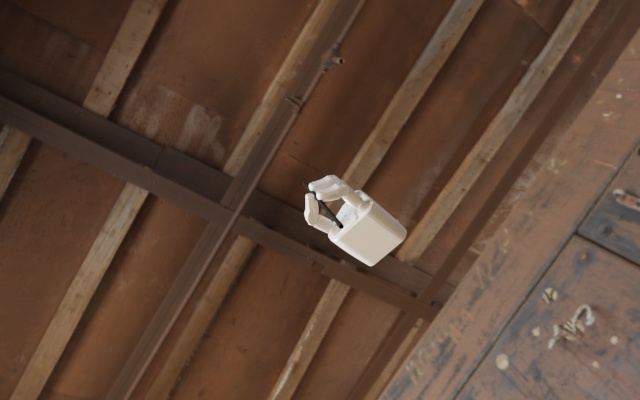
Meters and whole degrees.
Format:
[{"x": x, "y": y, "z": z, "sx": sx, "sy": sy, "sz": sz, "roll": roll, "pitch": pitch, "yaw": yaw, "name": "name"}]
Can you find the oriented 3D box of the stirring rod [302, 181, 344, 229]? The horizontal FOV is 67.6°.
[{"x": 0.000, "y": 0.003, "z": 0.851, "sx": 0.011, "sy": 0.011, "sz": 0.239, "roll": 0, "pitch": 18, "yaw": -17, "name": "stirring rod"}]
